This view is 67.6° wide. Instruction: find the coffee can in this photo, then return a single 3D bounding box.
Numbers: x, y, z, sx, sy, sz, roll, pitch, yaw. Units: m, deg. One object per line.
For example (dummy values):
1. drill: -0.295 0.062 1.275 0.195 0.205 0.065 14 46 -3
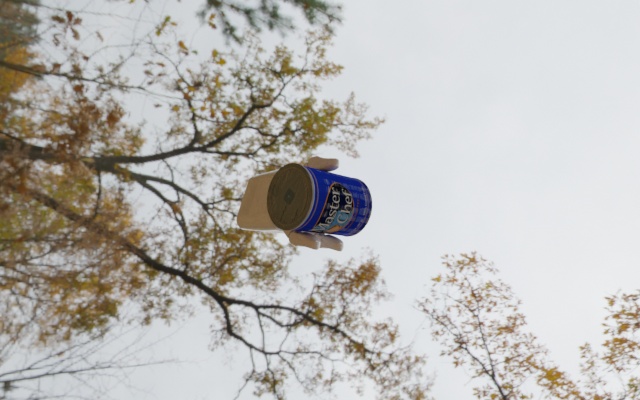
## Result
1. coffee can: 0.000 0.002 0.767 0.103 0.103 0.140 0 -7 45
